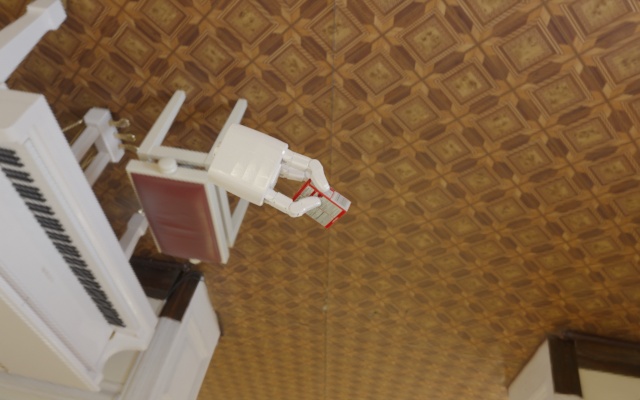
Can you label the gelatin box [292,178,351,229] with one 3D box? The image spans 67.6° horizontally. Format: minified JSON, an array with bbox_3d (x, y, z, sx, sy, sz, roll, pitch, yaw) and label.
[{"bbox_3d":[0.000,0.003,0.873,0.089,0.030,0.073,36,-41,-8],"label":"gelatin box"}]
